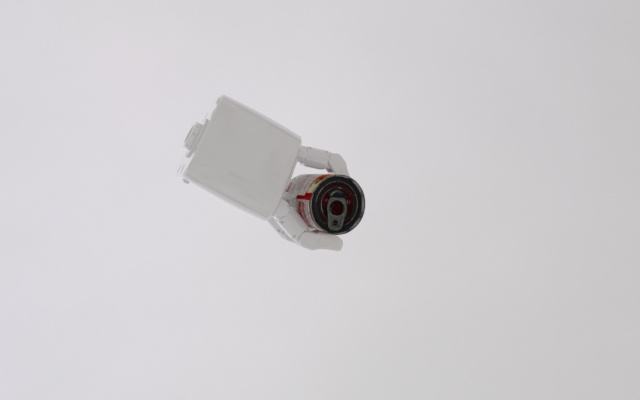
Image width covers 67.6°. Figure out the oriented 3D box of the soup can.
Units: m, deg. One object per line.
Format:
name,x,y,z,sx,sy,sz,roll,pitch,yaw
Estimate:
soup can,0.000,0.002,0.574,0.068,0.068,0.102,0,4,-24
